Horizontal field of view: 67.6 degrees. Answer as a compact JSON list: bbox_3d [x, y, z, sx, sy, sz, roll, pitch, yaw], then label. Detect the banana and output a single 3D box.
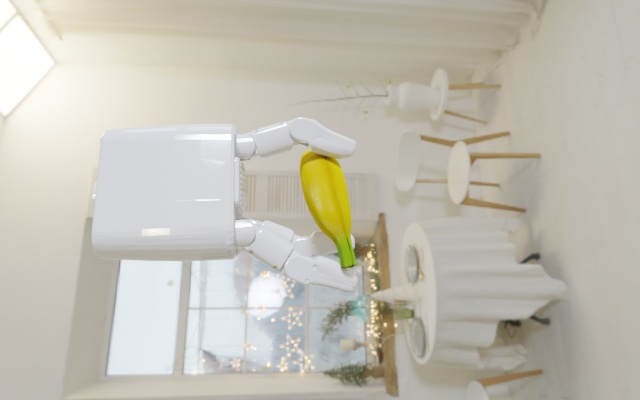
[{"bbox_3d":[0.000,-0.014,0.443,0.037,0.070,0.197,-4,24,-4],"label":"banana"}]
